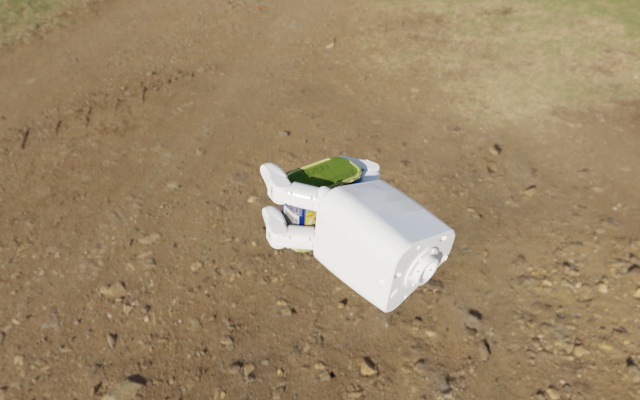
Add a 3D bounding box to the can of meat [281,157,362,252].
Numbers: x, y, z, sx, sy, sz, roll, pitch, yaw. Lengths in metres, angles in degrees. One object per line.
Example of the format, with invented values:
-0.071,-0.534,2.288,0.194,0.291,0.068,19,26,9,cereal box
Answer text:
0.000,0.002,0.577,0.102,0.084,0.057,-23,46,-31,can of meat
